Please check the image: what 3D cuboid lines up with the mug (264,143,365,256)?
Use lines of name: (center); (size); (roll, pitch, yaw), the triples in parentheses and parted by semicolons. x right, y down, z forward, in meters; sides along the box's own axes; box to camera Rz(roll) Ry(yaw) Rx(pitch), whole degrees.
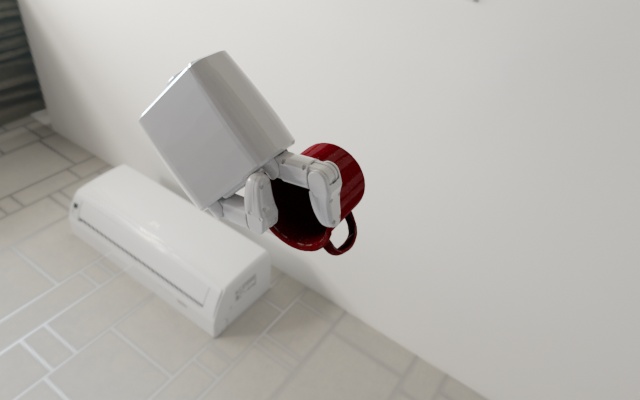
mug: (0.001, 0.003, 0.494); (0.093, 0.117, 0.081); (-26, 12, 47)
